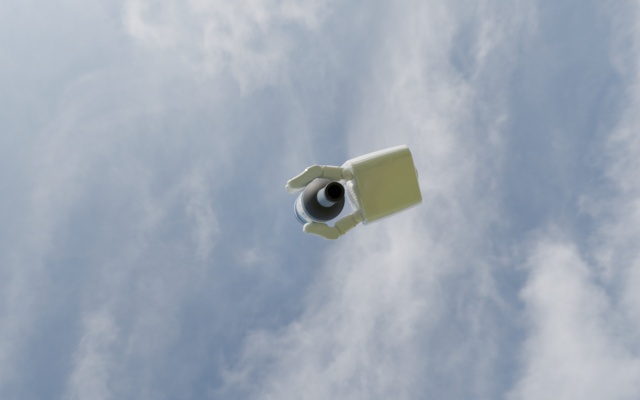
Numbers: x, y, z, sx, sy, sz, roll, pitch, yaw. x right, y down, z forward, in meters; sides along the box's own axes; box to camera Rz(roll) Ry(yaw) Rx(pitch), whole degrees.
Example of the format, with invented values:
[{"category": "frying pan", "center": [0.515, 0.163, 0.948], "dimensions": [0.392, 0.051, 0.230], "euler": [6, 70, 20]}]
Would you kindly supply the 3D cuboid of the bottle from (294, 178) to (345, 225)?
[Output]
[{"category": "bottle", "center": [0.000, 0.003, 0.773], "dimensions": [0.069, 0.069, 0.296], "euler": [0, -6, -7]}]
